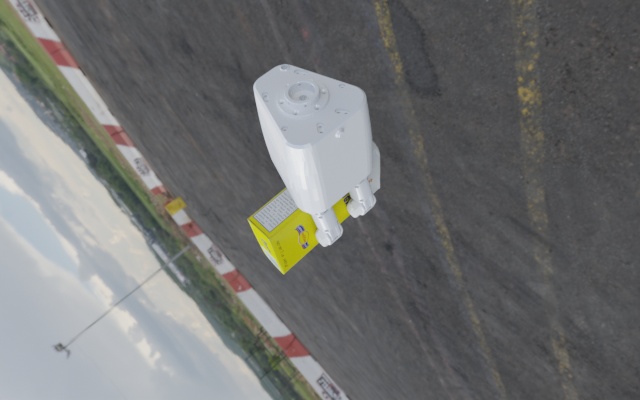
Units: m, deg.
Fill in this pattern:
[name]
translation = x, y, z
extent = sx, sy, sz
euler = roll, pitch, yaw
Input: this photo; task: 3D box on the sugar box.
[sugar box]
translation = 0.000, 0.002, 0.583
extent = 0.048, 0.176, 0.093
euler = 42, -19, 28
